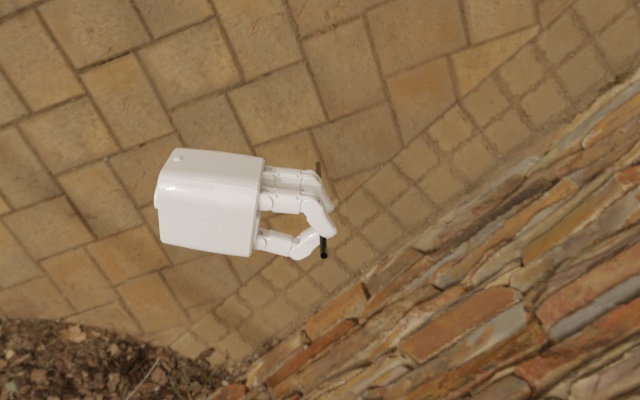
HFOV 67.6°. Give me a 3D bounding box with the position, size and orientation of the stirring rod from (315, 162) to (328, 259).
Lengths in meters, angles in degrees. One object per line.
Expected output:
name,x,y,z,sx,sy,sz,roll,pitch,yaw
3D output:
stirring rod,0.000,0.002,0.616,0.011,0.011,0.239,0,28,-2
